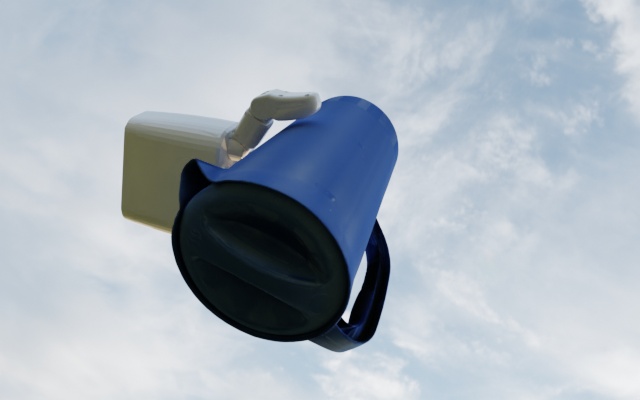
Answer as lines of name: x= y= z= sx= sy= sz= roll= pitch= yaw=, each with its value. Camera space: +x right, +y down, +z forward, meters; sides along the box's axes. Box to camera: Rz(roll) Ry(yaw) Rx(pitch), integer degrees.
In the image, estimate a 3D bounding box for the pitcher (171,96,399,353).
pitcher: x=0.000 y=0.001 z=0.418 sx=0.145 sy=0.149 sz=0.242 roll=11 pitch=31 yaw=16
